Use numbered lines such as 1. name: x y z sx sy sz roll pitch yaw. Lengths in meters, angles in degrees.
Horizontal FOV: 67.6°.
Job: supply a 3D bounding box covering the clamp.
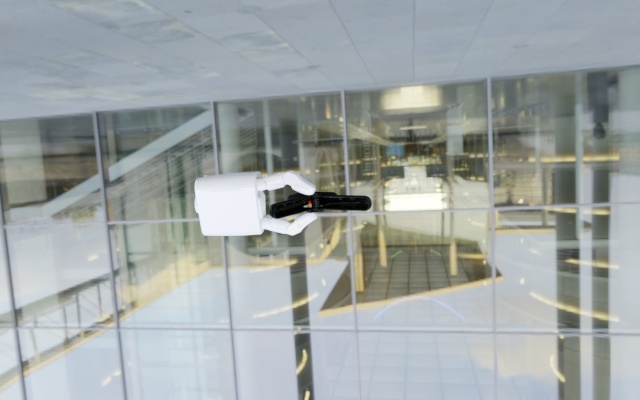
1. clamp: 0.000 0.004 0.845 0.164 0.036 0.210 -3 5 0
